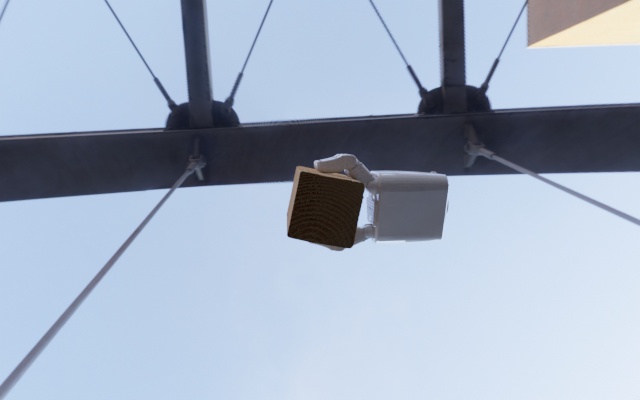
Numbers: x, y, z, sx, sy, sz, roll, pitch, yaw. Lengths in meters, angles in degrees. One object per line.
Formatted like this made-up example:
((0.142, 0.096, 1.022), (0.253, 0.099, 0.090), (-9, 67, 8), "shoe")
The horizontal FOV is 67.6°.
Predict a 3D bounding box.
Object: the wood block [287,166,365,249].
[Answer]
((0.000, 0.003, 0.719), (0.090, 0.091, 0.206), (11, 5, -5), "wood block")
